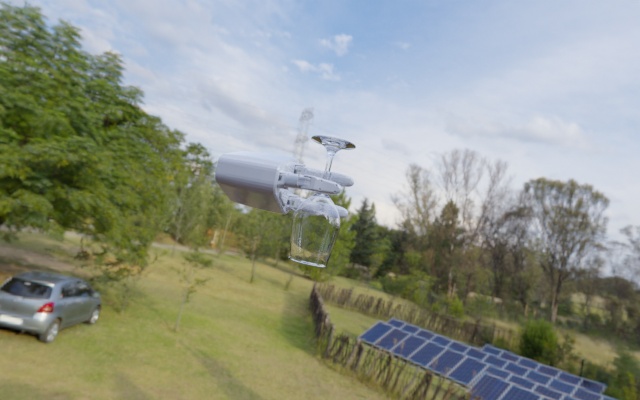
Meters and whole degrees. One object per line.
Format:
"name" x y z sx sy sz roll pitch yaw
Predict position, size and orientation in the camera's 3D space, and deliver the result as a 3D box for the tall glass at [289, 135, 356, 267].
"tall glass" 0.000 0.002 0.765 0.079 0.201 0.079 12 -5 1
